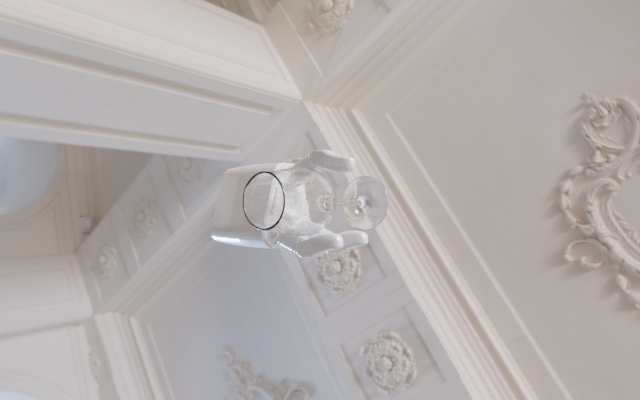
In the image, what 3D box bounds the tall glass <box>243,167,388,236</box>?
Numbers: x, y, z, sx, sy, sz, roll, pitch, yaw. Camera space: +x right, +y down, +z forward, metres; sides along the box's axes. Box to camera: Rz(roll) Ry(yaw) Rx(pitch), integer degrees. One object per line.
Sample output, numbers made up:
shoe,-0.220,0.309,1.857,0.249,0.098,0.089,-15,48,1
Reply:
tall glass,0.001,0.002,0.575,0.079,0.079,0.201,0,-1,37
